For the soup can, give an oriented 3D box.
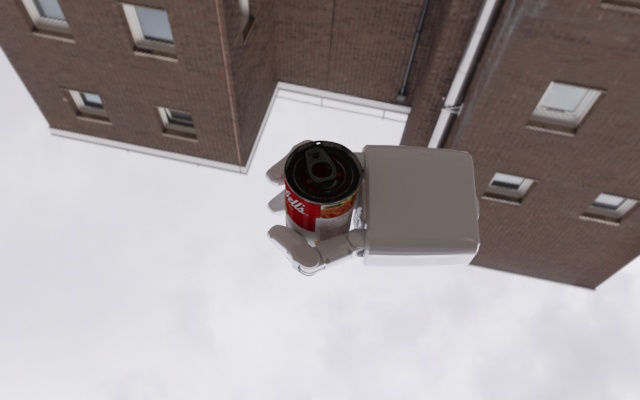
[{"bbox_3d":[0.000,0.002,0.451,0.068,0.068,0.102,0,-33,-4],"label":"soup can"}]
